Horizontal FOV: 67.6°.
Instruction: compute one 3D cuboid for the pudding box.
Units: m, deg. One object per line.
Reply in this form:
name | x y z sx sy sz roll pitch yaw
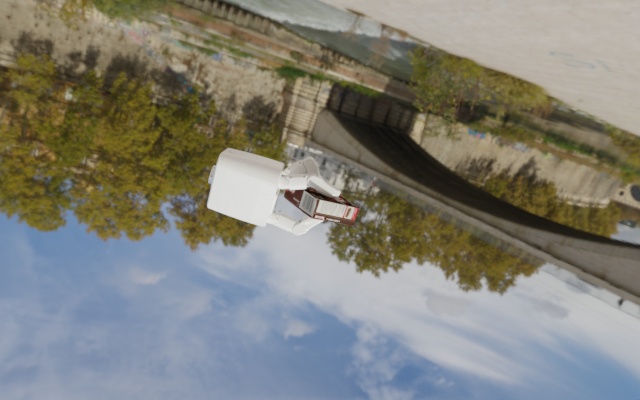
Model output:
pudding box | 0.000 0.003 0.827 0.090 0.039 0.113 11 15 -33
